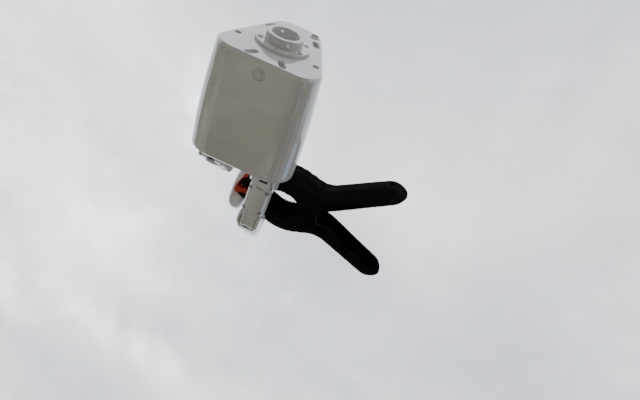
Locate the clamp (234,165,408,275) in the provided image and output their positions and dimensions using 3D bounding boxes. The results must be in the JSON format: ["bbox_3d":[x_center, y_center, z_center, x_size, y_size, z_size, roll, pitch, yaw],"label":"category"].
[{"bbox_3d":[0.000,0.001,0.472,0.171,0.120,0.039,25,37,1],"label":"clamp"}]
